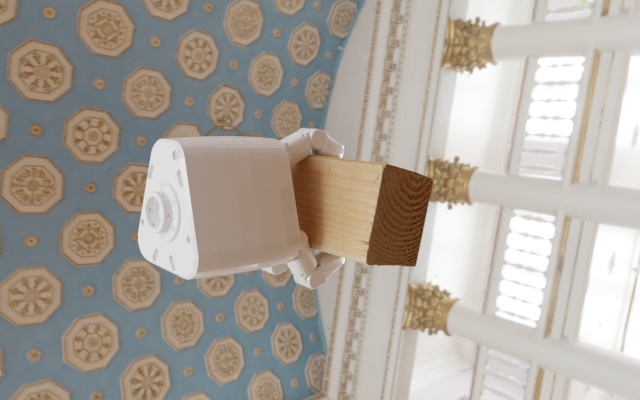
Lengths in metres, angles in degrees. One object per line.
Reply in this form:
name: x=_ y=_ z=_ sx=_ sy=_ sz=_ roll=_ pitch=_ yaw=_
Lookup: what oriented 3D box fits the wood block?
wood block: x=0.000 y=0.001 z=0.505 sx=0.206 sy=0.091 sz=0.090 roll=12 pitch=1 yaw=42
